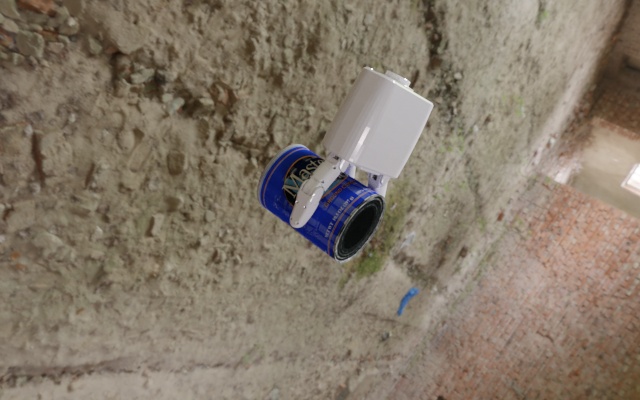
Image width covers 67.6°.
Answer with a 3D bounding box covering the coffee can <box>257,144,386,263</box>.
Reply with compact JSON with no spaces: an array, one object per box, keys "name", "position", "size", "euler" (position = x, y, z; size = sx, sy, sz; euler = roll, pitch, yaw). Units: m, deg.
[{"name":"coffee can","position":[0.000,0.002,0.634],"size":[0.140,0.103,0.103],"euler":[35,17,27]}]
